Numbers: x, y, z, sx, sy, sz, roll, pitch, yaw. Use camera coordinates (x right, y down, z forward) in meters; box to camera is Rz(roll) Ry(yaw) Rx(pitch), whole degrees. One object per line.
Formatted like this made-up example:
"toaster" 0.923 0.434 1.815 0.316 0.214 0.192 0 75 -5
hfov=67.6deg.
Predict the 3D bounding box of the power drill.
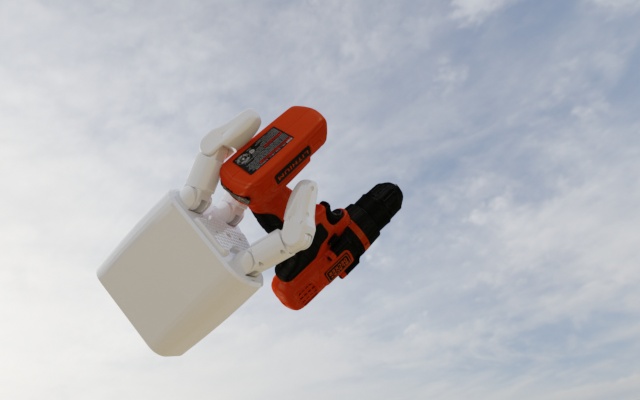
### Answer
"power drill" 0.000 0.001 0.478 0.184 0.188 0.057 -44 43 -17
